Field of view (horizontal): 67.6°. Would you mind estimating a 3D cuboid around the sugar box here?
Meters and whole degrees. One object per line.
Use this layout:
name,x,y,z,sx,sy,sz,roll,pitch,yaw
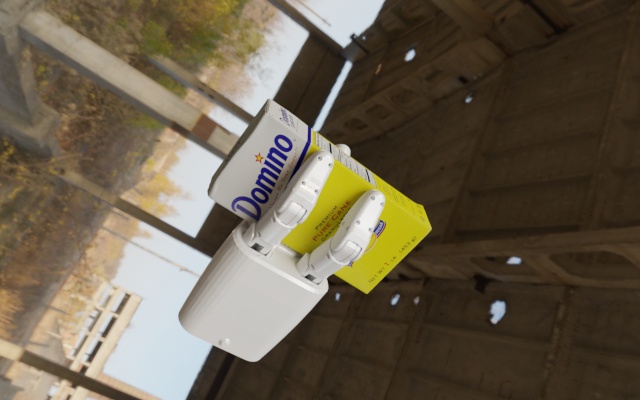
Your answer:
sugar box,0.000,0.002,0.419,0.176,0.093,0.048,32,22,-19
